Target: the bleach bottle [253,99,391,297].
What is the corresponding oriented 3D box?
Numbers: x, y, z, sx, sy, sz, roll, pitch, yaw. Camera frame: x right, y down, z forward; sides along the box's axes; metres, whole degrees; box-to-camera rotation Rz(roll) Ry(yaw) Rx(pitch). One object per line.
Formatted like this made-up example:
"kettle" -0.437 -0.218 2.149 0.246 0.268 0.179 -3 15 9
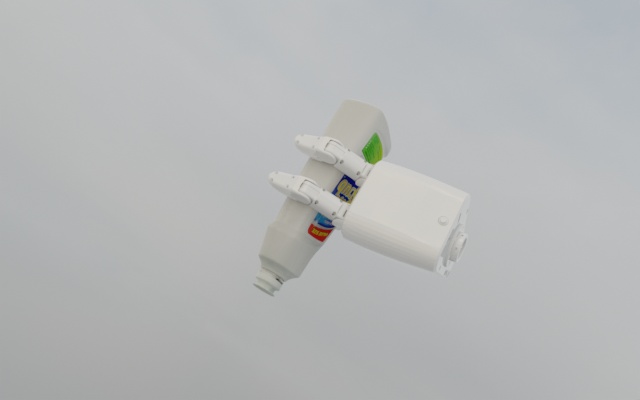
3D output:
"bleach bottle" 0.000 0.002 0.574 0.068 0.250 0.103 22 -21 24
